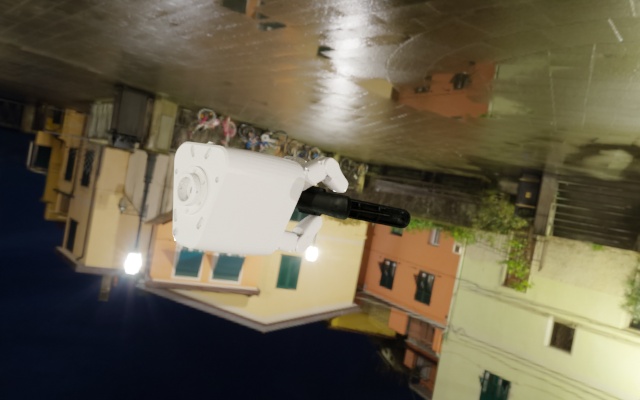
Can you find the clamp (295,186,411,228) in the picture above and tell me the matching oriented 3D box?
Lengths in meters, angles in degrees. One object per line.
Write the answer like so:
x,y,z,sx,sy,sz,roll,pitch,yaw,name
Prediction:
-0.001,0.003,0.605,0.210,0.036,0.164,12,-1,41,clamp
